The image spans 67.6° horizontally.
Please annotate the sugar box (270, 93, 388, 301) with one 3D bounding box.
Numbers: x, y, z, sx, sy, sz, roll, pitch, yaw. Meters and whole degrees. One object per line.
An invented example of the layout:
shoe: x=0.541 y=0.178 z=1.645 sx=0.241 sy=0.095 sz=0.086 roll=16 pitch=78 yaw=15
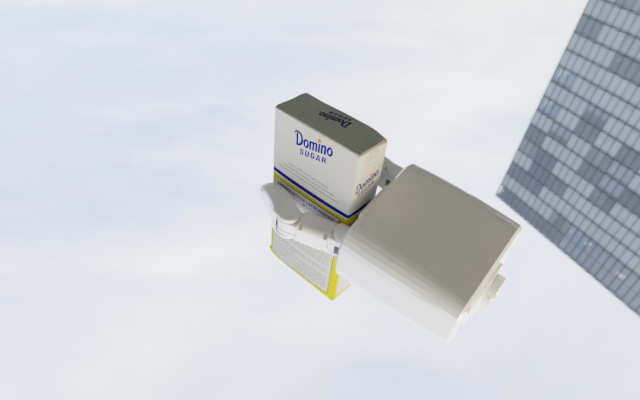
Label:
sugar box: x=0.001 y=0.001 z=0.437 sx=0.093 sy=0.176 sz=0.048 roll=34 pitch=46 yaw=26
